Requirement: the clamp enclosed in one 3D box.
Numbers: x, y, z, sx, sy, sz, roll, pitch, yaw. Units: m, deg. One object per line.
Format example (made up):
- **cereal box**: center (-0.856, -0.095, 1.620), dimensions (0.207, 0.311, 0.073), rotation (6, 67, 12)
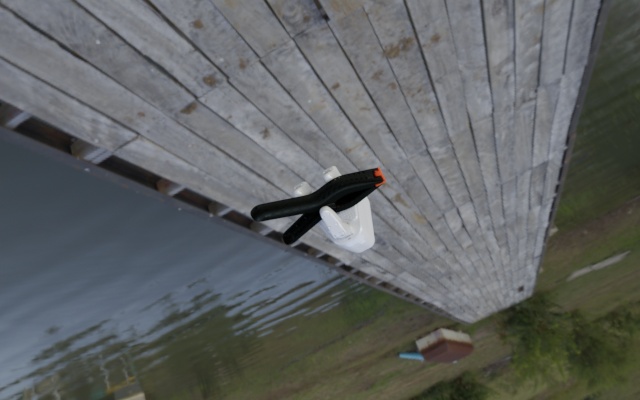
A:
- **clamp**: center (0.001, 0.003, 0.750), dimensions (0.210, 0.036, 0.164), rotation (-29, -22, 11)
